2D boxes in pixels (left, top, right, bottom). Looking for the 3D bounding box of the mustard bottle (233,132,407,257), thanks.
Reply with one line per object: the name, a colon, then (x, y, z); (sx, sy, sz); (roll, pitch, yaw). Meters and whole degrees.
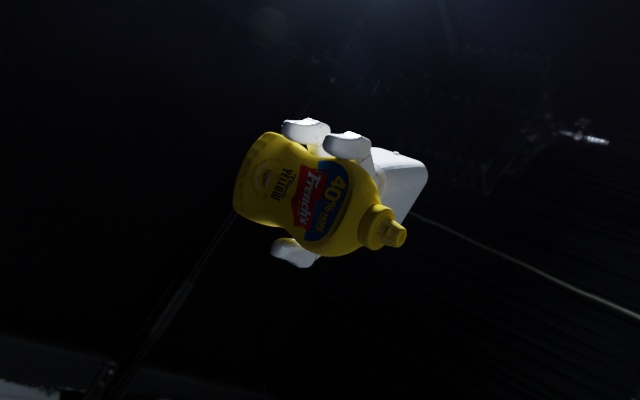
mustard bottle: (0.000, 0.001, 0.472); (0.191, 0.096, 0.058); (24, -1, 35)
